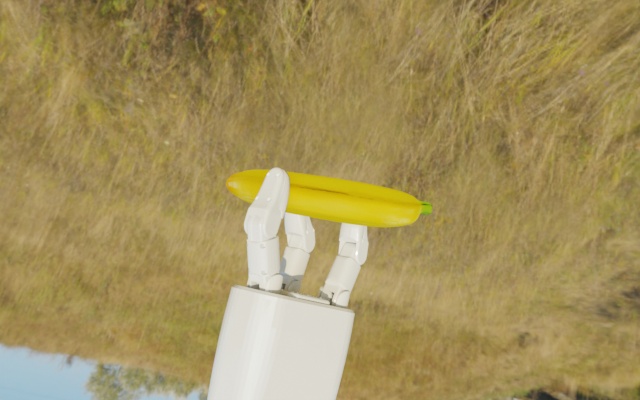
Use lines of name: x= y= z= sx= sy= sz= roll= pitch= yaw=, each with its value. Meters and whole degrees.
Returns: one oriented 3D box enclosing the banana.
banana: x=0.001 y=-0.001 z=0.426 sx=0.198 sy=0.037 sz=0.069 roll=10 pitch=-7 yaw=8
